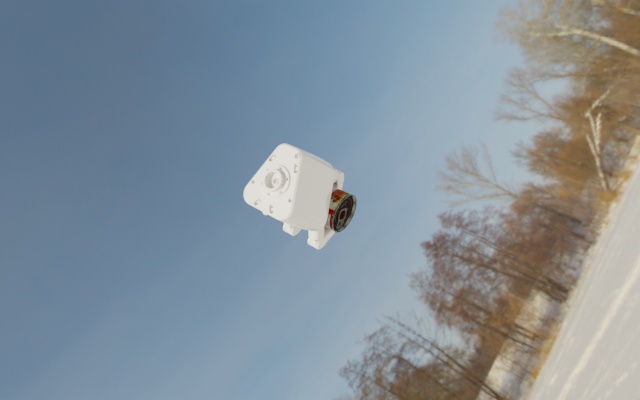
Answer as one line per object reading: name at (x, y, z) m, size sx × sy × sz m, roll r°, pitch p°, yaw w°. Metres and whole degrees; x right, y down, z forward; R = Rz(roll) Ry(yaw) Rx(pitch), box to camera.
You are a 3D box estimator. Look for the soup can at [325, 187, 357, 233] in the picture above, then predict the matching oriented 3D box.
soup can at (0.000, 0.002, 0.805) m, size 0.102 × 0.068 × 0.068 m, roll 26°, pitch 13°, yaw 28°
